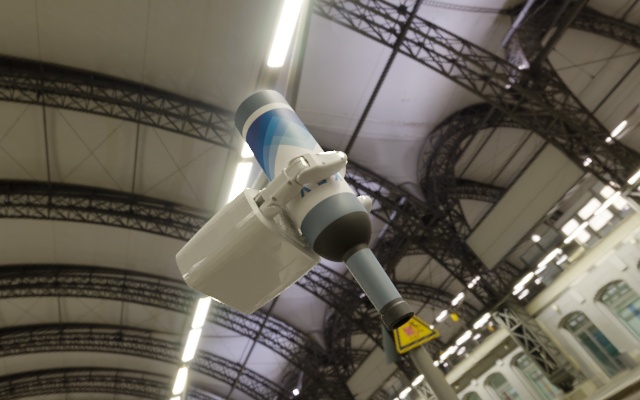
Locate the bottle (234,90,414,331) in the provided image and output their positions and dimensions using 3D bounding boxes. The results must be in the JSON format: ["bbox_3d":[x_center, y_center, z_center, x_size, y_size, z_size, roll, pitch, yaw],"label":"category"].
[{"bbox_3d":[0.000,0.001,0.493,0.069,0.295,0.069,-25,-31,-16],"label":"bottle"}]
